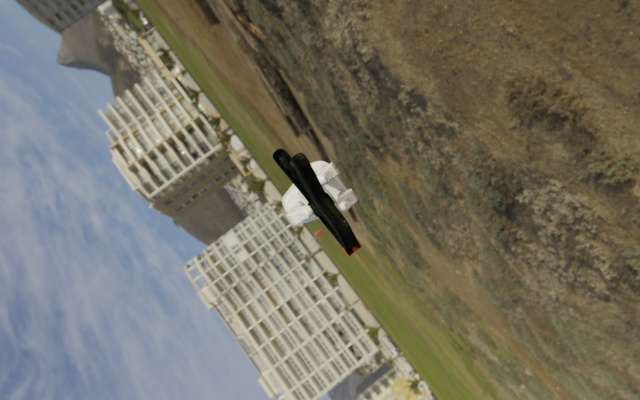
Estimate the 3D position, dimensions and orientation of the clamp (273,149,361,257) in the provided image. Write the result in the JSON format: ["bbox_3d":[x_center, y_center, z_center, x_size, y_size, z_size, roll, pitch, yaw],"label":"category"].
[{"bbox_3d":[0.000,0.003,0.753,0.036,0.210,0.164,-37,9,-6],"label":"clamp"}]
